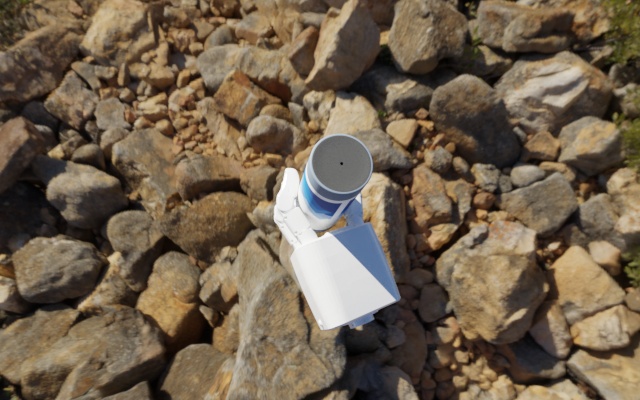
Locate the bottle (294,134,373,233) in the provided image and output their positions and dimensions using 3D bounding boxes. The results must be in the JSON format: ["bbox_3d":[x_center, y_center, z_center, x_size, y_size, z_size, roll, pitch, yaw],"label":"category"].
[{"bbox_3d":[0.000,0.002,0.627,0.069,0.069,0.296,0,-16,-9],"label":"bottle"}]
